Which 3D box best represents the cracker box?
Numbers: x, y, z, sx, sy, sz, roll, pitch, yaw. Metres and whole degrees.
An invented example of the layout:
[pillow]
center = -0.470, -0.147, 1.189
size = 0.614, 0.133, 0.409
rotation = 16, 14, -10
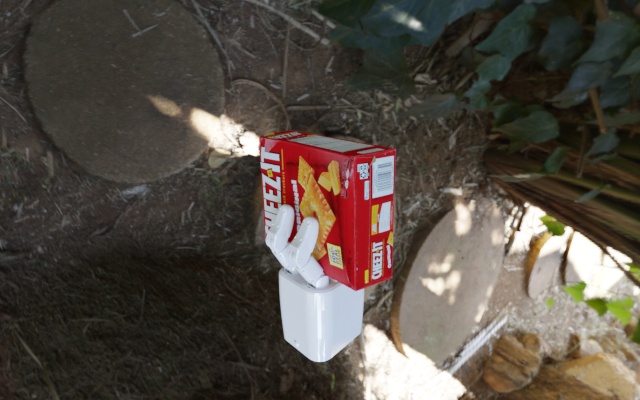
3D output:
[cracker box]
center = 0.000, 0.002, 0.629
size = 0.072, 0.164, 0.213
rotation = -13, 20, -35
